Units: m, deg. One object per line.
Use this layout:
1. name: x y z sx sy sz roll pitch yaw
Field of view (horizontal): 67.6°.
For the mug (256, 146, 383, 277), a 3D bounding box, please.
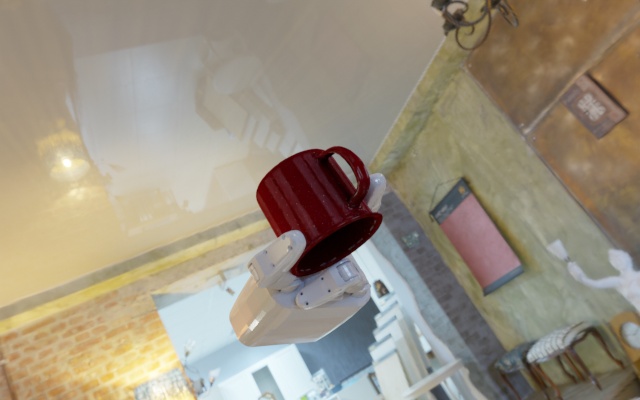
1. mug: 0.001 0.000 0.418 0.093 0.081 0.117 -14 -29 -41
